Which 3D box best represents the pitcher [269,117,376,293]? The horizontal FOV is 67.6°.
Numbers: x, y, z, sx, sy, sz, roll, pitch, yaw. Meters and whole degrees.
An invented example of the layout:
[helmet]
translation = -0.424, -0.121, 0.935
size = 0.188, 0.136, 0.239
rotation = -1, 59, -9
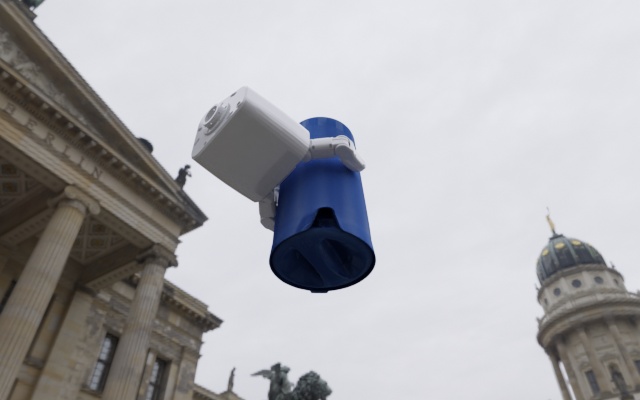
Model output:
[pitcher]
translation = 0.000, 0.002, 0.679
size = 0.149, 0.242, 0.145
rotation = -34, -52, 30
